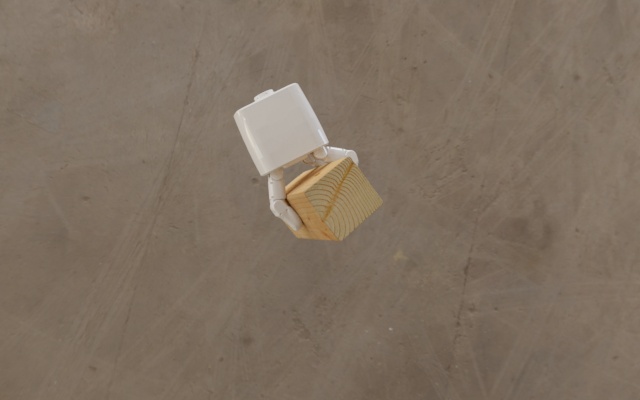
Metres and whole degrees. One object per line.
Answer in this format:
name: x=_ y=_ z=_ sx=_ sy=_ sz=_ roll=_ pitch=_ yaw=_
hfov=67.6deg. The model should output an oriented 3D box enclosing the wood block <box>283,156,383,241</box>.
wood block: x=0.000 y=0.002 z=0.769 sx=0.091 sy=0.090 sz=0.206 roll=-40 pitch=10 yaw=-17
